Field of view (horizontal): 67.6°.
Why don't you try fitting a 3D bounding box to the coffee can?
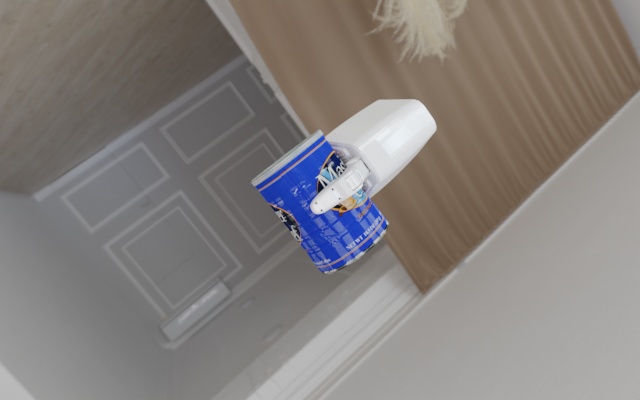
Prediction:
[{"bbox_3d":[0.000,0.002,0.573,0.103,0.140,0.103,-36,8,6],"label":"coffee can"}]
